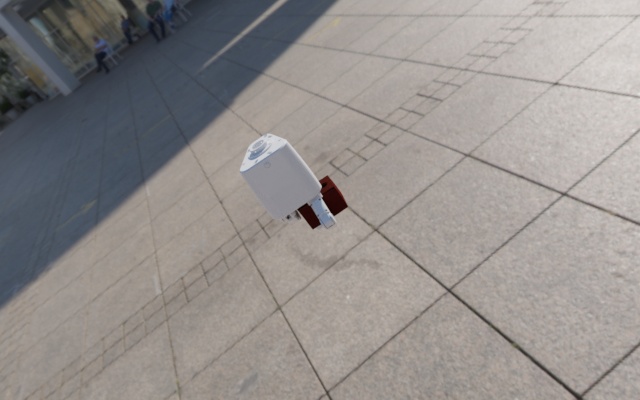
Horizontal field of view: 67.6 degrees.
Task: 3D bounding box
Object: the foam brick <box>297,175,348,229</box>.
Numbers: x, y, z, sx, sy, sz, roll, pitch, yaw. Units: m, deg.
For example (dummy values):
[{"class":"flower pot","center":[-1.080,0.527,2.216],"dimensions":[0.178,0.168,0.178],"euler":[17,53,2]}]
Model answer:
[{"class":"foam brick","center":[0.000,0.003,0.847],"dimensions":[0.078,0.051,0.053],"euler":[-33,27,4]}]
